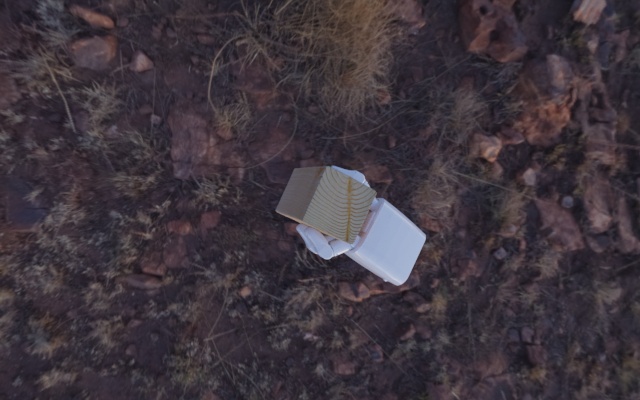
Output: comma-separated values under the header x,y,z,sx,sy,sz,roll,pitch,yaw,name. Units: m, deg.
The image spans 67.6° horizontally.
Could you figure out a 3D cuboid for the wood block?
x,y,z,sx,sy,sz,roll,pitch,yaw,name
0.001,0.002,0.792,0.090,0.091,0.206,26,-5,-16,wood block
